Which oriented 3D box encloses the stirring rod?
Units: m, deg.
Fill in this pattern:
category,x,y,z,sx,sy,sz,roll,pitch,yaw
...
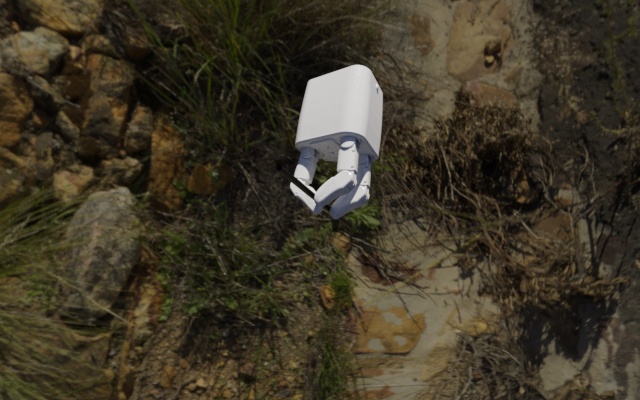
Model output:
category,x,y,z,sx,sy,sz,roll,pitch,yaw
stirring rod,0.000,0.002,0.636,0.011,0.011,0.240,0,-19,24
